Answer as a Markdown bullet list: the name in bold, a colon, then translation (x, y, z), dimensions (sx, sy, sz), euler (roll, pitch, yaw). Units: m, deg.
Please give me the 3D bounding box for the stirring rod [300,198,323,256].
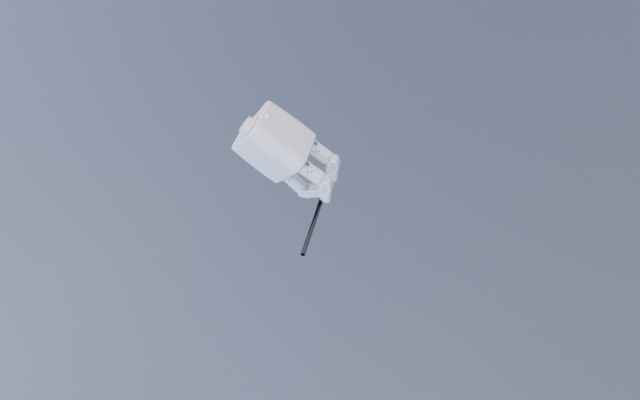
- **stirring rod**: translation (0.000, 0.003, 0.872), dimensions (0.011, 0.239, 0.011), euler (11, -40, 9)
